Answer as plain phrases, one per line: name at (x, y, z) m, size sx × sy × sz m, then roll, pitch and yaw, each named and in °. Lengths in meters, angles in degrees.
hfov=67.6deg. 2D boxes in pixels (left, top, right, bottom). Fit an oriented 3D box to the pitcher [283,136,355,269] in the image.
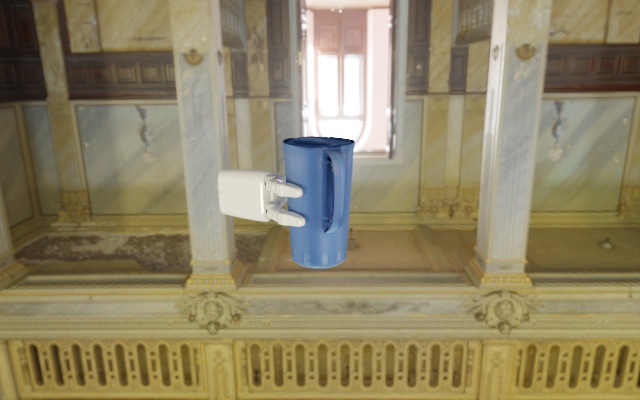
pitcher at (0.000, 0.003, 0.898) m, size 0.145 × 0.243 × 0.149 m, roll 7°, pitch 17°, yaw 23°
